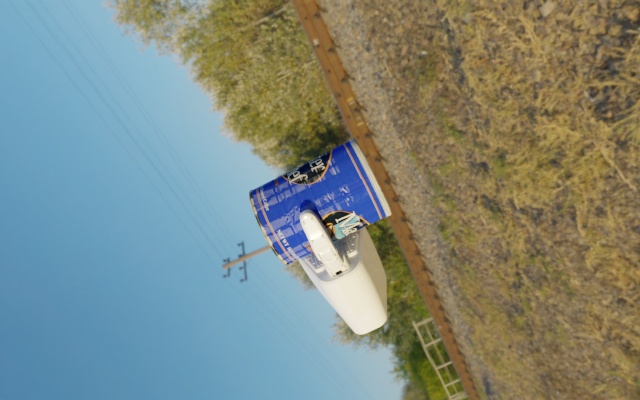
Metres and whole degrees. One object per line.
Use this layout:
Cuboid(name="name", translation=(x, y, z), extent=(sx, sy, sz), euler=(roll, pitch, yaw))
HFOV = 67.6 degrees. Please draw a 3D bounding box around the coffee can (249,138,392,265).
Cuboid(name="coffee can", translation=(0.000, 0.002, 0.576), extent=(0.140, 0.103, 0.103), euler=(-26, -2, 4))
